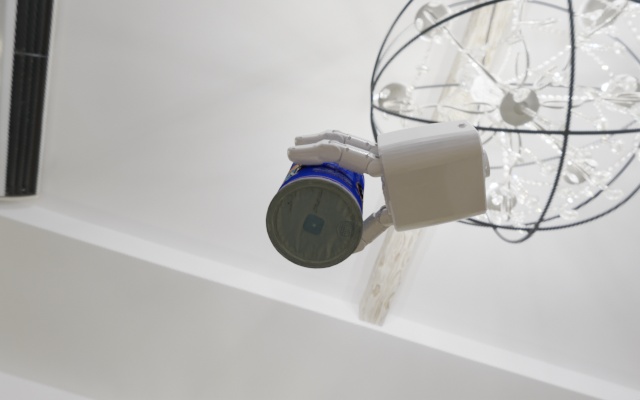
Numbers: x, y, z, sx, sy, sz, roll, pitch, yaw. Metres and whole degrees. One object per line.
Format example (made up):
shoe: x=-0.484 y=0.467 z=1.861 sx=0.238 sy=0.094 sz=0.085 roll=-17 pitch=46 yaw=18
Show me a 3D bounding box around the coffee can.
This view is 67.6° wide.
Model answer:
coffee can: x=0.000 y=0.002 z=0.560 sx=0.103 sy=0.103 sz=0.140 roll=0 pitch=21 yaw=6
